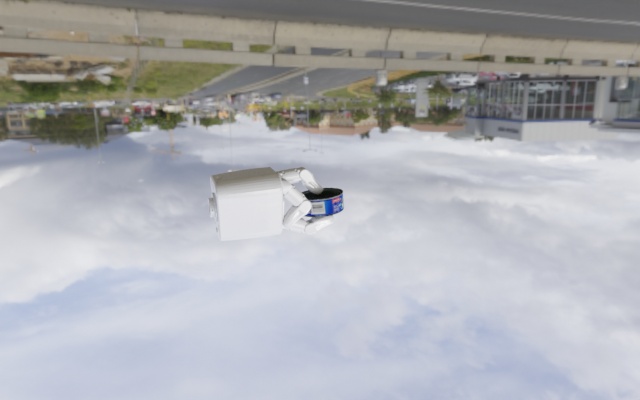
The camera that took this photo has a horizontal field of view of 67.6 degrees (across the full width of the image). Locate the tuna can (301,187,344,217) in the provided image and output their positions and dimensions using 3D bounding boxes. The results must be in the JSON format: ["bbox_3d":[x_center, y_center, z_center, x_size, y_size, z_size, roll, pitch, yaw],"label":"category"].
[{"bbox_3d":[0.000,0.003,0.867,0.086,0.034,0.086,-6,14,1],"label":"tuna can"}]
